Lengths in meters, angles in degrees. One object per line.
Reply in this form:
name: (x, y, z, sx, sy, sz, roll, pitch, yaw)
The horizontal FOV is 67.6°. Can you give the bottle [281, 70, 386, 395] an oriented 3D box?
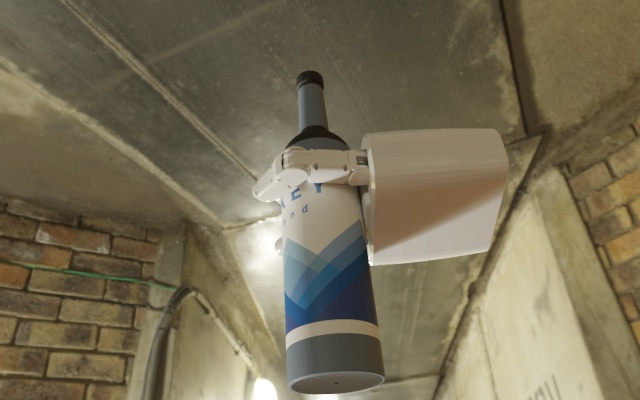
bottle: (0.000, 0.002, 0.402, 0.069, 0.295, 0.069, -4, -33, -2)
